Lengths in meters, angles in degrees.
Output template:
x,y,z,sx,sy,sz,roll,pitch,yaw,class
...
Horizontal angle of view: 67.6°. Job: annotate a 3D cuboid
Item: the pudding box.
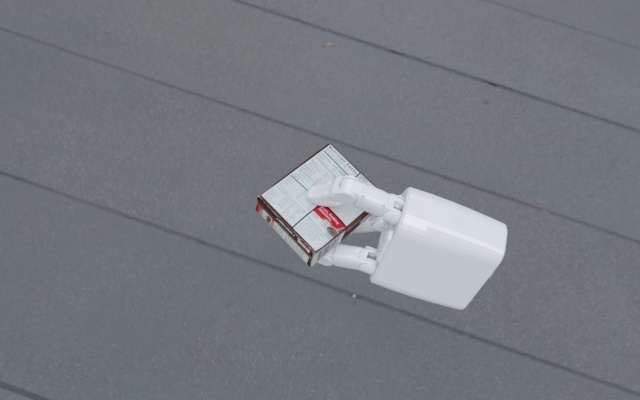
x,y,z,sx,sy,sz,roll,pitch,yaw,class
0.000,0.002,0.522,0.113,0.090,0.039,-38,-16,-27,pudding box
